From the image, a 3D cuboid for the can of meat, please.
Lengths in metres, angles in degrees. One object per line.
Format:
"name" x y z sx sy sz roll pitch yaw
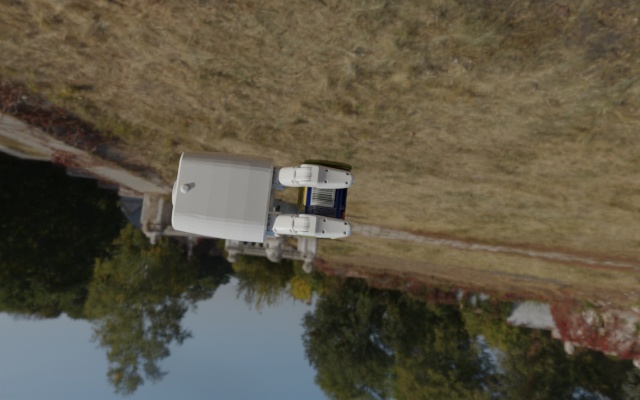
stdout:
"can of meat" 0.000 0.002 0.583 0.057 0.084 0.102 7 -8 -8
